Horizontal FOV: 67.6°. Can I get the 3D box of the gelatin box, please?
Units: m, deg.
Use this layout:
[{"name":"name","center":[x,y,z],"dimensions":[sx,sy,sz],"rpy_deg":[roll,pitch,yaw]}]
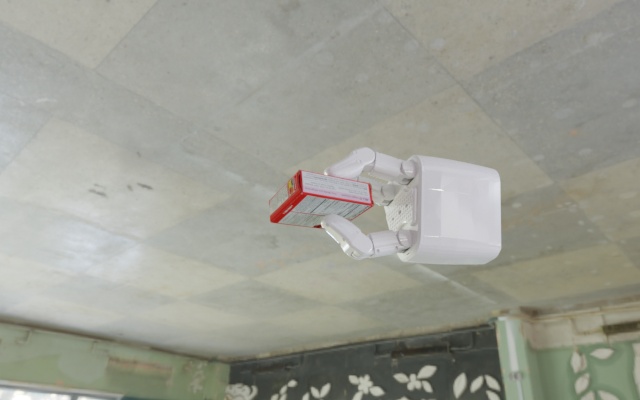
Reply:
[{"name":"gelatin box","center":[0.000,0.002,0.506],"dimensions":[0.089,0.030,0.073],"rpy_deg":[8,-29,-29]}]
